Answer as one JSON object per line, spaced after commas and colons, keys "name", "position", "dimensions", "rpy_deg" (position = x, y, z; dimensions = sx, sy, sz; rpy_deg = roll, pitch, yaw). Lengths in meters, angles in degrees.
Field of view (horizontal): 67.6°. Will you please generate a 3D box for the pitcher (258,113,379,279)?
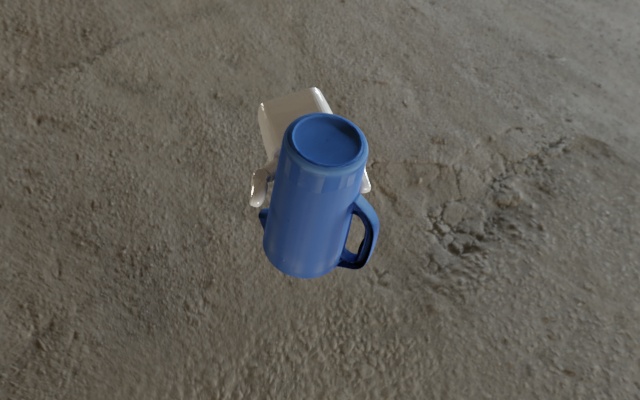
{"name": "pitcher", "position": [0.000, 0.002, 0.675], "dimensions": [0.149, 0.145, 0.243], "rpy_deg": [-8, -35, -16]}
